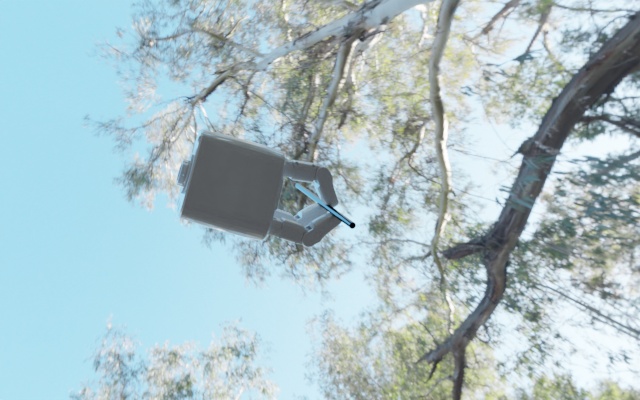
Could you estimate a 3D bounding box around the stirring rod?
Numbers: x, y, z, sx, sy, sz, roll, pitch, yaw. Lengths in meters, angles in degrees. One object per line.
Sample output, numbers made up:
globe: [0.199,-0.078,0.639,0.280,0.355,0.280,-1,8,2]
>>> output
stirring rod: [0.000,0.002,0.655,0.011,0.011,0.239,0,13,-18]
